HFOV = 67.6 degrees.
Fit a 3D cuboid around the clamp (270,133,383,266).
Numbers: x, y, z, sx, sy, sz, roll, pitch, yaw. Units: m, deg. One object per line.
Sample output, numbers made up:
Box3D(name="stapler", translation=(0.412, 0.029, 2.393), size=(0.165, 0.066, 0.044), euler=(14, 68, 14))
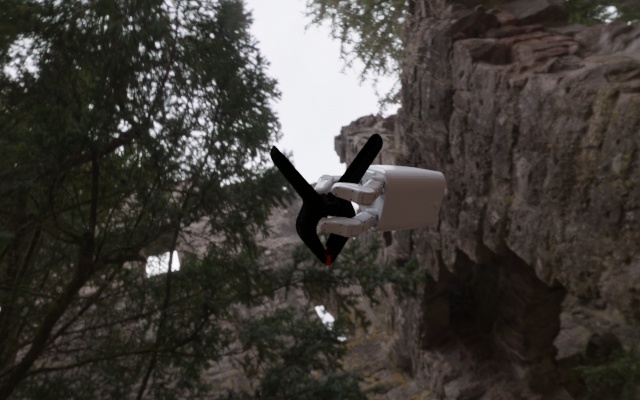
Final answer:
Box3D(name="clamp", translation=(0.000, 0.002, 0.699), size=(0.164, 0.210, 0.036), euler=(-2, 27, -21))
